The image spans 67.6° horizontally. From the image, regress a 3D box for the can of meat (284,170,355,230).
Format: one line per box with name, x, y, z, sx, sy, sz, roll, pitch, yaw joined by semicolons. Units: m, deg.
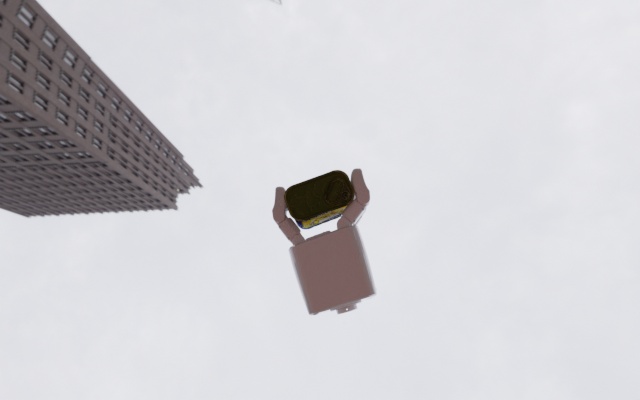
can of meat;0.000;0.002;0.744;0.102;0.057;0.084;-20;-15;-2
